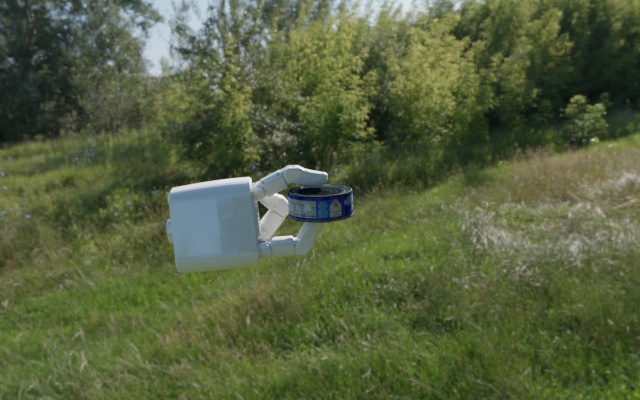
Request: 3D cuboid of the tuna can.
[{"bbox_3d":[0.000,0.001,0.619,0.086,0.034,0.086,-2,12,0],"label":"tuna can"}]
